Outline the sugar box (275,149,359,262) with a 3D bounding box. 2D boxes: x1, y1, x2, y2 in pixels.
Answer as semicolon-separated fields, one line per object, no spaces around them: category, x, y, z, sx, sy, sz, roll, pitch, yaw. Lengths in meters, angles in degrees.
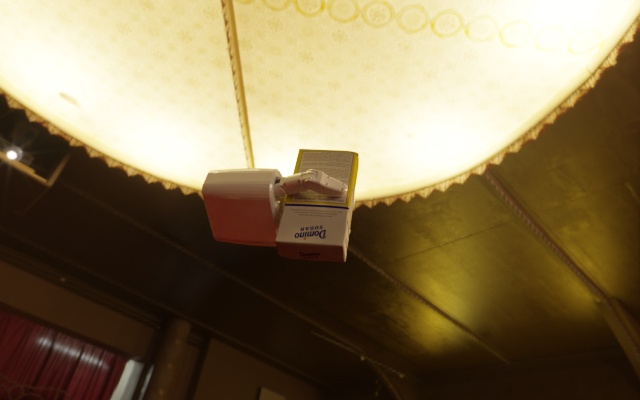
sugar box;0.000;0.002;0.678;0.093;0.176;0.048;4;-38;10
